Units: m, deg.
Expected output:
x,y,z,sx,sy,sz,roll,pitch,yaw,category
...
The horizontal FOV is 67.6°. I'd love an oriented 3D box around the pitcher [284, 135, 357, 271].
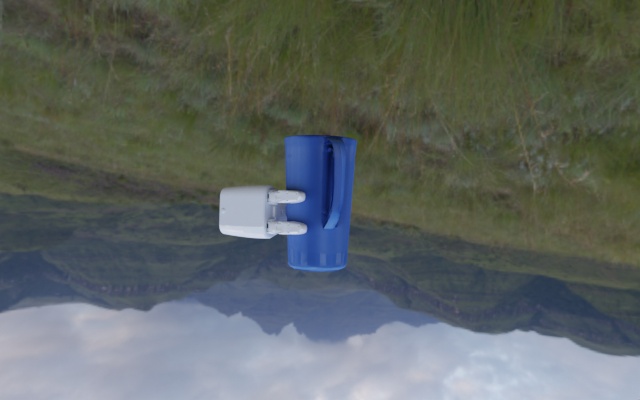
x,y,z,sx,sy,sz,roll,pitch,yaw,category
0.000,0.003,0.865,0.145,0.243,0.149,1,0,25,pitcher
